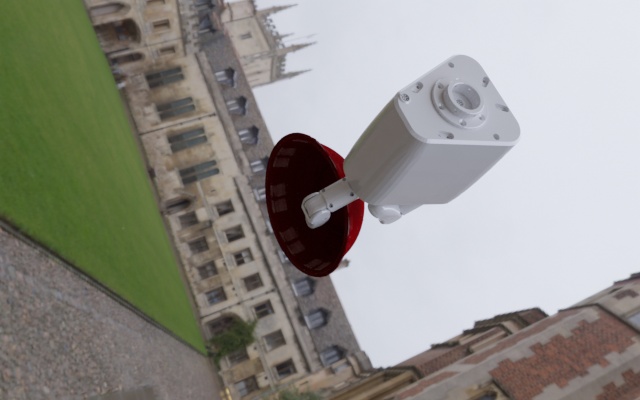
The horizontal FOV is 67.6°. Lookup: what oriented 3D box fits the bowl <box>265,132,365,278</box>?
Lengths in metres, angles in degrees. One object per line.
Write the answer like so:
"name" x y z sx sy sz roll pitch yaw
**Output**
"bowl" 0.000 0.002 0.541 0.055 0.162 0.162 -12 7 -35
